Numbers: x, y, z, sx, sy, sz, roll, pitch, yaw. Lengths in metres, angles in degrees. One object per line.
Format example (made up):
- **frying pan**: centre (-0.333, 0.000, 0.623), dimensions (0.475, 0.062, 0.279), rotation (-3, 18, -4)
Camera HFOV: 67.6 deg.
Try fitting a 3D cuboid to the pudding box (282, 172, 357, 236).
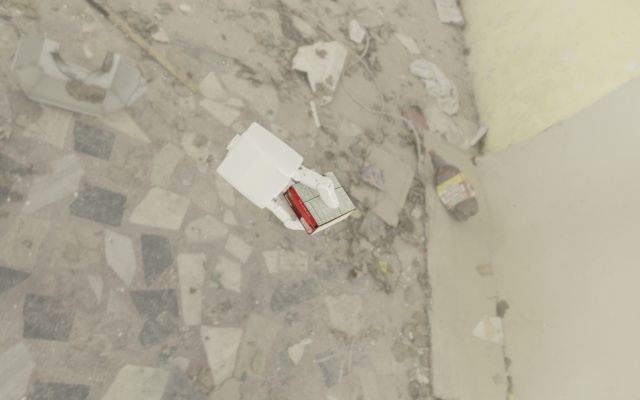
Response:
- **pudding box**: centre (0.000, 0.003, 0.857), dimensions (0.113, 0.090, 0.039), rotation (-23, -14, -43)
